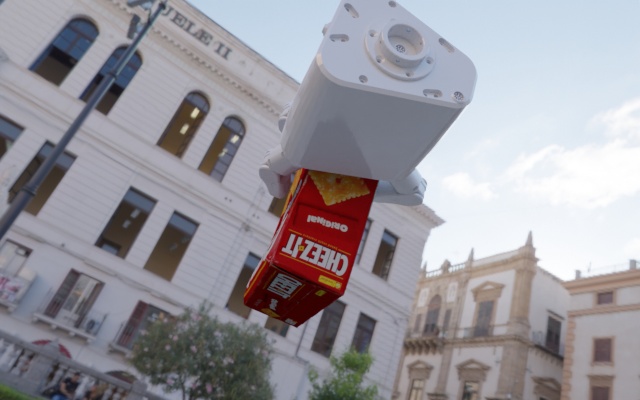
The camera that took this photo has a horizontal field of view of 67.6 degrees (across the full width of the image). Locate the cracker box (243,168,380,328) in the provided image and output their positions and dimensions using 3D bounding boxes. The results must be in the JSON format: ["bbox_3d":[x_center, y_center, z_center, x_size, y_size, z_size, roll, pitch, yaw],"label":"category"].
[{"bbox_3d":[0.000,0.001,0.473,0.072,0.213,0.164,24,-27,-5],"label":"cracker box"}]
